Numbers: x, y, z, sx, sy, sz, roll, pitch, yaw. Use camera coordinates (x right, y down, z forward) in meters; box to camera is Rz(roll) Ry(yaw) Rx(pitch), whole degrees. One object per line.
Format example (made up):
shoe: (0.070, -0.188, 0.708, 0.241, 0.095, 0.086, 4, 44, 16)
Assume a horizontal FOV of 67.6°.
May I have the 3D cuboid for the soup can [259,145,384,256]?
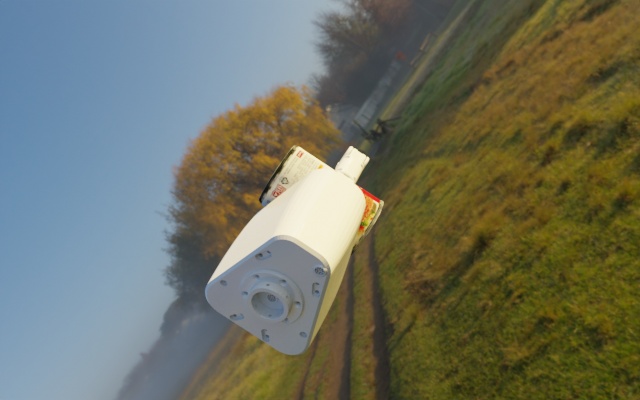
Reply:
soup can: (0.000, 0.001, 0.464, 0.102, 0.068, 0.068, 33, -1, -2)
